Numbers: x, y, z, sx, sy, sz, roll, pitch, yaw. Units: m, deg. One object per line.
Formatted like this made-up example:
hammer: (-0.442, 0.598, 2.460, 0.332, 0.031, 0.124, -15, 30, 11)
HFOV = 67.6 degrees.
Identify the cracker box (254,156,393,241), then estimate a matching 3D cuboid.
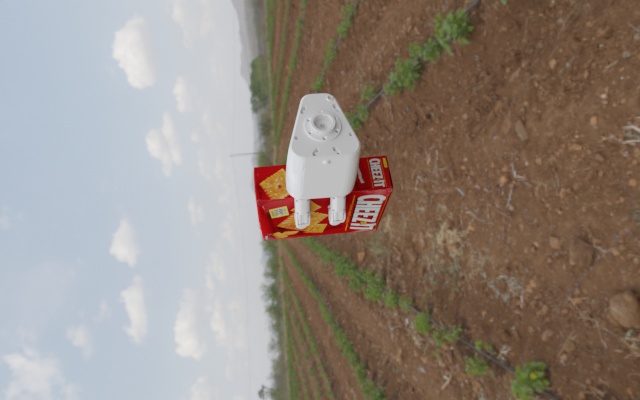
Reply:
cracker box: (0.000, 0.002, 0.806, 0.214, 0.072, 0.164, -5, -26, -6)
